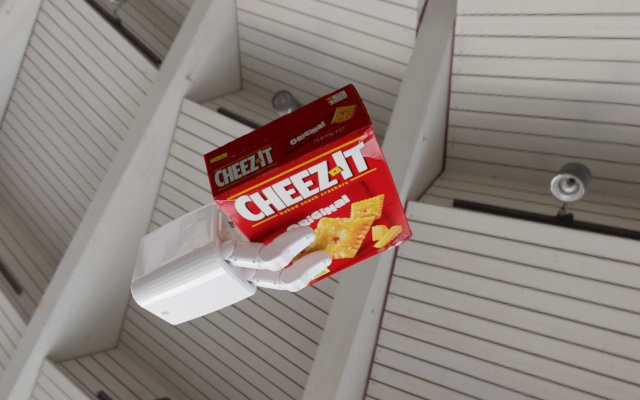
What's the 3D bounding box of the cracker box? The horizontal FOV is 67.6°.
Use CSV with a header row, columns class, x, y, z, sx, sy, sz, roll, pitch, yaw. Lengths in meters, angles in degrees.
class,x,y,z,sx,sy,sz,roll,pitch,yaw
cracker box,0.000,0.002,0.525,0.164,0.072,0.214,-25,-38,5
